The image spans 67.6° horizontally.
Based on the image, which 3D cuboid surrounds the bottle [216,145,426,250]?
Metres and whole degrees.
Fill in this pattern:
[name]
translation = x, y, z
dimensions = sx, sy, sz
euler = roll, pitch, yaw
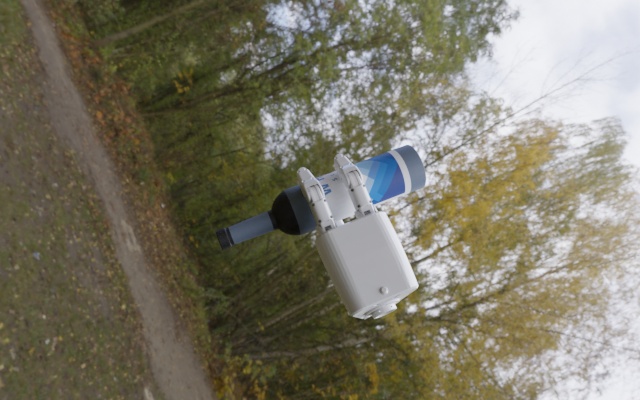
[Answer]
[bottle]
translation = 0.000, 0.002, 0.662
dimensions = 0.295, 0.069, 0.069
euler = -21, 4, -10
